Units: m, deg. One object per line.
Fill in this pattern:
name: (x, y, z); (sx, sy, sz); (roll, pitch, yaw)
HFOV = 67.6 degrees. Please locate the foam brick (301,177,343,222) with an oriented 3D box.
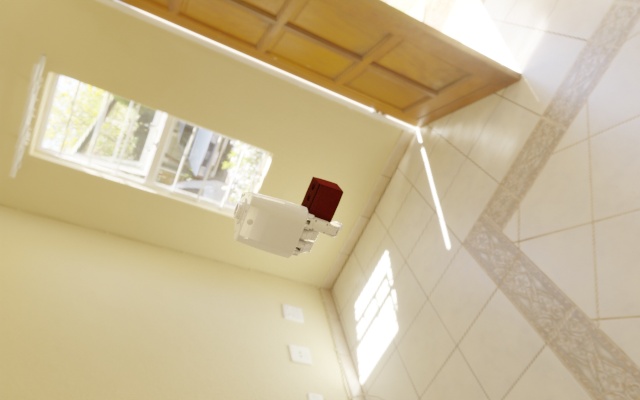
foam brick: (0.000, 0.003, 0.885); (0.051, 0.078, 0.053); (19, 12, -19)
